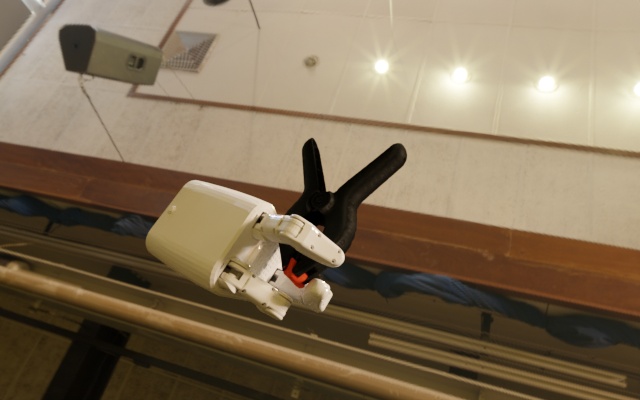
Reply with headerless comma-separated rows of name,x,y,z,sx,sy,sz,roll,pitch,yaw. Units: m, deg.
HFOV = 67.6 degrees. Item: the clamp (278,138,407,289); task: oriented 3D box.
clamp,0.000,0.002,0.479,0.120,0.171,0.039,14,-29,42
